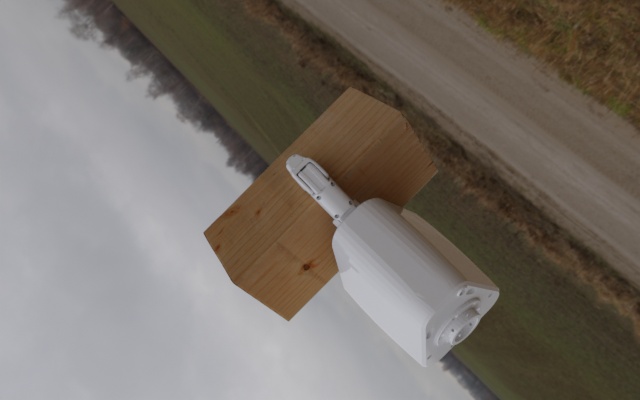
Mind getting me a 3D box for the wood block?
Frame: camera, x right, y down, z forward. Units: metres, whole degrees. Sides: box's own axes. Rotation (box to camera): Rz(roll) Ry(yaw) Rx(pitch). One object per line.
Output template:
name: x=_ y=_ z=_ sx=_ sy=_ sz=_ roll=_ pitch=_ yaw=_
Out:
wood block: x=0.000 y=0.002 z=0.466 sx=0.091 sy=0.206 sz=0.090 roll=47 pitch=-2 yaw=-40
